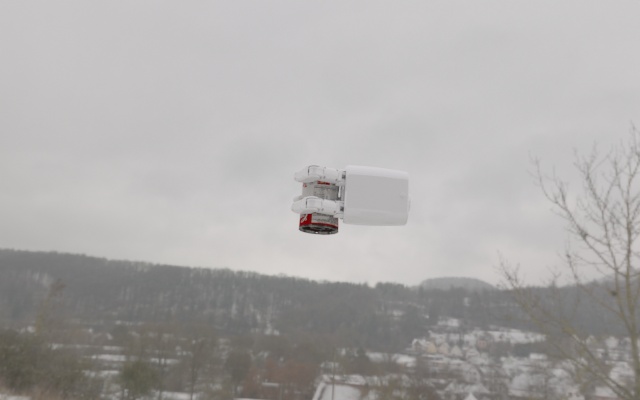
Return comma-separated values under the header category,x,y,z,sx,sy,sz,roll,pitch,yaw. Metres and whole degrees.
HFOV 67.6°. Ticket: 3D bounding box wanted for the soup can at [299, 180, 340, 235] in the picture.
category,x,y,z,sx,sy,sz,roll,pitch,yaw
soup can,0.000,0.002,0.820,0.068,0.102,0.068,4,-15,1
